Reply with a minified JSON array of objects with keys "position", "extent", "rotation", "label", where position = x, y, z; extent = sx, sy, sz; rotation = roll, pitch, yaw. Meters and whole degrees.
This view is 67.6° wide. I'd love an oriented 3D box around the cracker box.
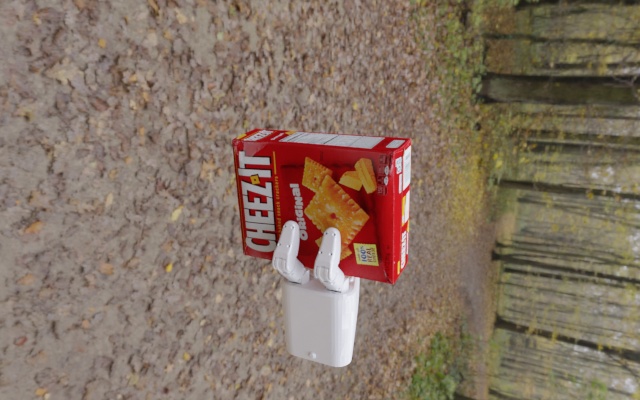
[{"position":[0.000,0.002,0.596],"extent":[0.213,0.164,0.072],"rotation":[7,22,24],"label":"cracker box"}]
